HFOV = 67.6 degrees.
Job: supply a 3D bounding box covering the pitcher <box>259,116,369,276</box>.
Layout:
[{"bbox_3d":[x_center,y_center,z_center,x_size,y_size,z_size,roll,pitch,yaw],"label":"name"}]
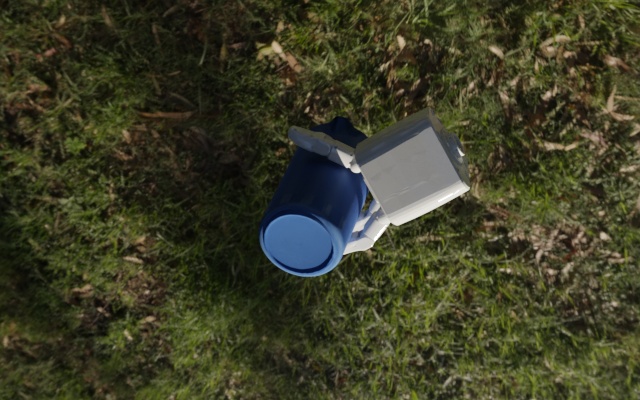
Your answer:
[{"bbox_3d":[0.000,0.002,0.676,0.145,0.149,0.242,-28,20,28],"label":"pitcher"}]
